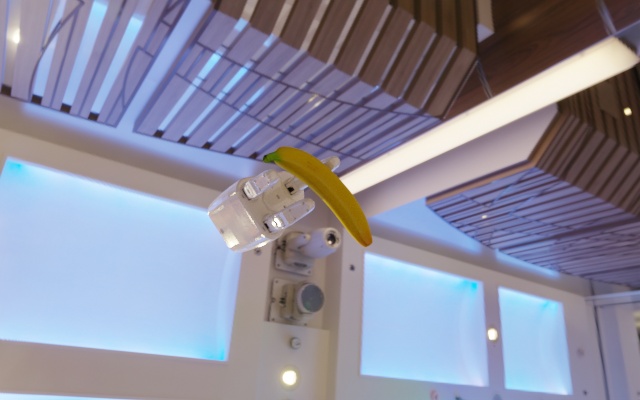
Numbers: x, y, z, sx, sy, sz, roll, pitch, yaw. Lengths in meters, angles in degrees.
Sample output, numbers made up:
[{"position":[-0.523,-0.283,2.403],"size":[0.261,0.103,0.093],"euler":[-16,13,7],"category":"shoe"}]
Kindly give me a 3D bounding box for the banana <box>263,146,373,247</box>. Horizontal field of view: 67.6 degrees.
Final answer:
[{"position":[0.003,-0.014,0.646],"size":[0.198,0.069,0.037],"euler":[39,-43,-22],"category":"banana"}]
